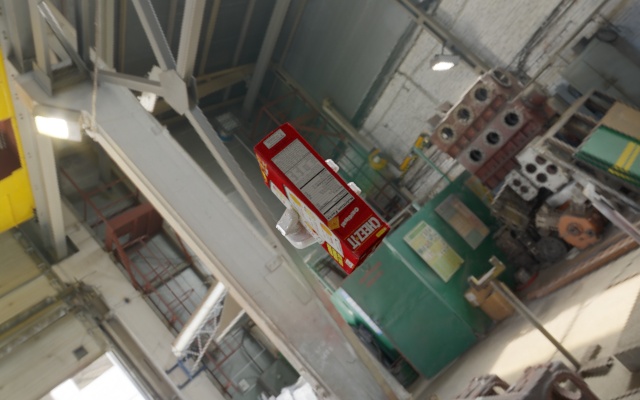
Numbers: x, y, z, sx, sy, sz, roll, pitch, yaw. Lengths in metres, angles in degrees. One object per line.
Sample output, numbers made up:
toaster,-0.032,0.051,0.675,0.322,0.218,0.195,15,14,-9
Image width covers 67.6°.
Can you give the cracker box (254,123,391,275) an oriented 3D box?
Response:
cracker box,0.000,0.002,0.721,0.072,0.213,0.164,-42,-11,-11
